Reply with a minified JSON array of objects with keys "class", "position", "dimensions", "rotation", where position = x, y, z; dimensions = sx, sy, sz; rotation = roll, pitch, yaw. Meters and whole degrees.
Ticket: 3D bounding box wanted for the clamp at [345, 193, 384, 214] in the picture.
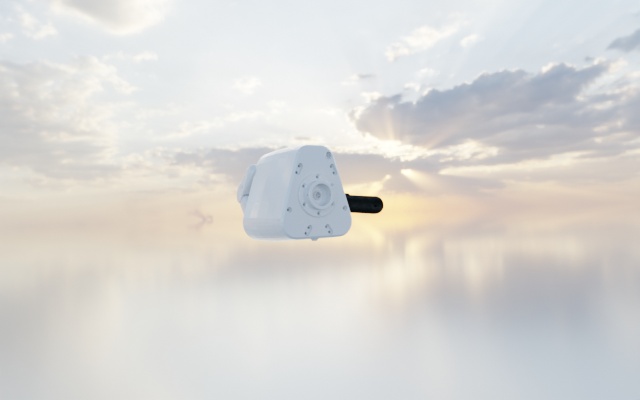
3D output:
[{"class":"clamp","position":[0.000,0.002,0.676],"dimensions":[0.171,0.039,0.120],"rotation":[-1,-2,-30]}]
